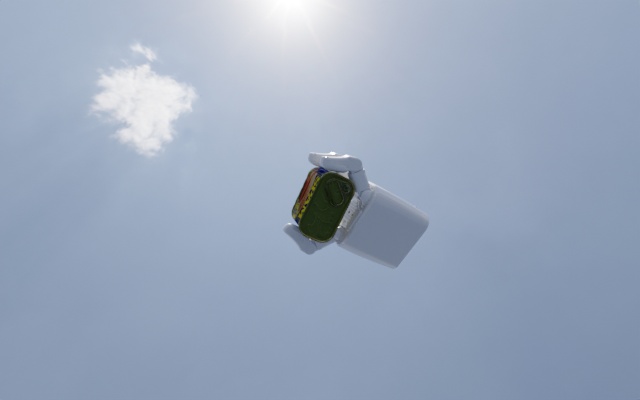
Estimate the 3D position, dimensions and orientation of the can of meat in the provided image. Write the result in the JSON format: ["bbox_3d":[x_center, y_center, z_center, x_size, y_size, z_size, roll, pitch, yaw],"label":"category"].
[{"bbox_3d":[0.000,0.002,0.721,0.057,0.102,0.084,24,5,-17],"label":"can of meat"}]
